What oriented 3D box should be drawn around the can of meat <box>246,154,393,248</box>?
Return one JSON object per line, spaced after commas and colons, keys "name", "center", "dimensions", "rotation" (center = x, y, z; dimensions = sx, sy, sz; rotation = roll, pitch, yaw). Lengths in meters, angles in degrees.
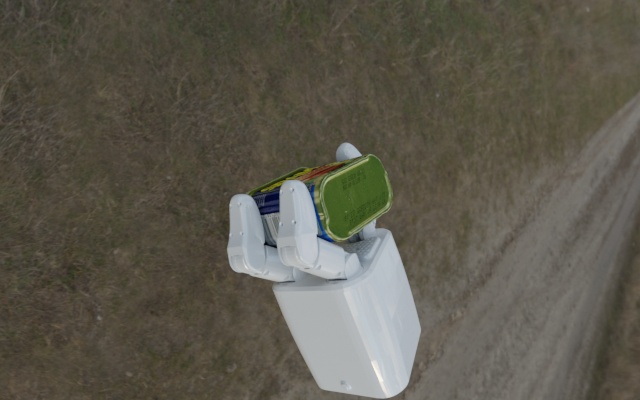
{"name": "can of meat", "center": [0.000, 0.001, 0.401], "dimensions": [0.084, 0.057, 0.102], "rotation": [-10, 13, 40]}
